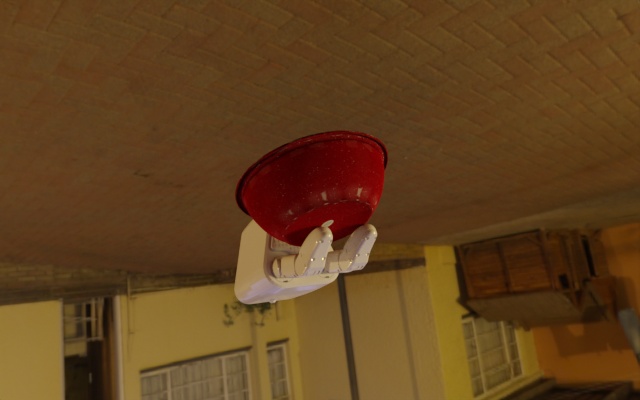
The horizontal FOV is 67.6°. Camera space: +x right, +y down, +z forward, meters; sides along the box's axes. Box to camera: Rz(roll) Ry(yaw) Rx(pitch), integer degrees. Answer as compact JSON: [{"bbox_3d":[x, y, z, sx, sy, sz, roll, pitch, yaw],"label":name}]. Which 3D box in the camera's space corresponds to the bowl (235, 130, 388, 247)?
[{"bbox_3d":[0.001,0.001,0.475,0.162,0.055,0.162,-15,-27,-8],"label":"bowl"}]
